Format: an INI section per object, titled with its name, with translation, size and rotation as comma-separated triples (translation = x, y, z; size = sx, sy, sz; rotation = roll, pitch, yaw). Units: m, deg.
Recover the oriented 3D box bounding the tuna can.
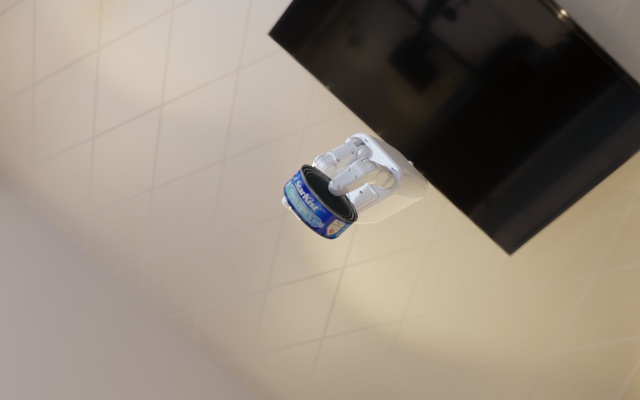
[tuna can]
translation = 0.000, 0.002, 0.533
size = 0.034, 0.086, 0.086
rotation = -44, -17, 18
